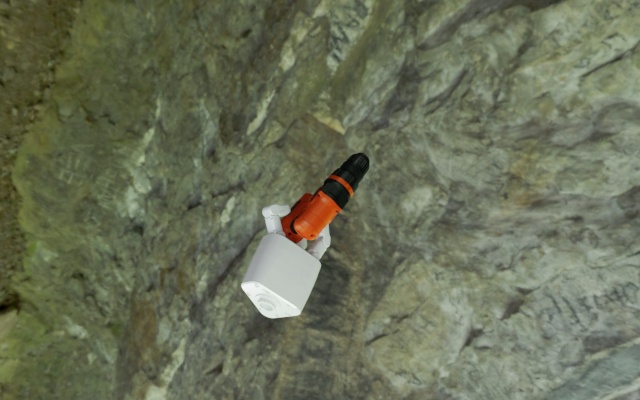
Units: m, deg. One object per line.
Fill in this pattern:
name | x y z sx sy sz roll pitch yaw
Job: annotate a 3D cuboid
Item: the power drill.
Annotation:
power drill | 0.000 0.003 0.860 0.057 0.184 0.188 43 -23 -4
